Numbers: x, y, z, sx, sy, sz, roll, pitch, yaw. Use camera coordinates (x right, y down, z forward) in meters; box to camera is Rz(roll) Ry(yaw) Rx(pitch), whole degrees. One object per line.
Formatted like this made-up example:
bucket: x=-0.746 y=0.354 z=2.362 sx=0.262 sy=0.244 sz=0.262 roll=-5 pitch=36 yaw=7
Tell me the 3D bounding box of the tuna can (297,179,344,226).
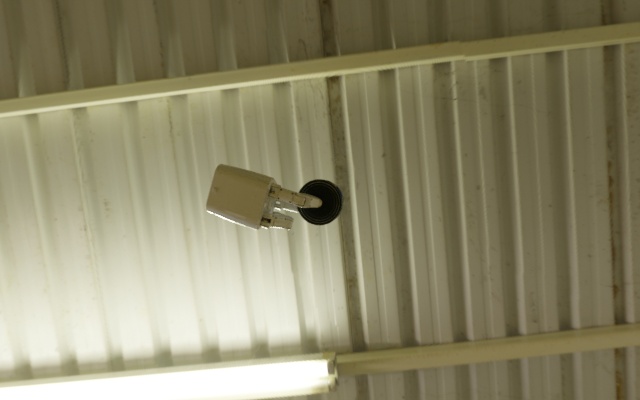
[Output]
tuna can: x=0.000 y=0.003 z=0.895 sx=0.086 sy=0.086 sz=0.034 roll=0 pitch=2 yaw=10
